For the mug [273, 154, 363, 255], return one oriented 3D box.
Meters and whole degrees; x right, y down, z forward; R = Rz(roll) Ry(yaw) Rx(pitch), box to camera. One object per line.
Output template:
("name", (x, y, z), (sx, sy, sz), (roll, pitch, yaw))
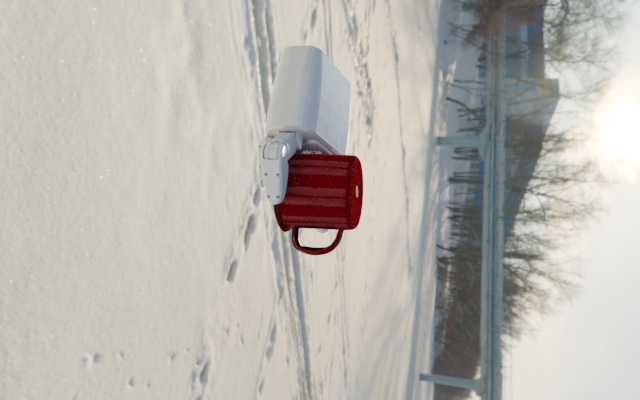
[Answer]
("mug", (0.000, 0.003, 0.521), (0.081, 0.117, 0.093), (2, -16, 14))
